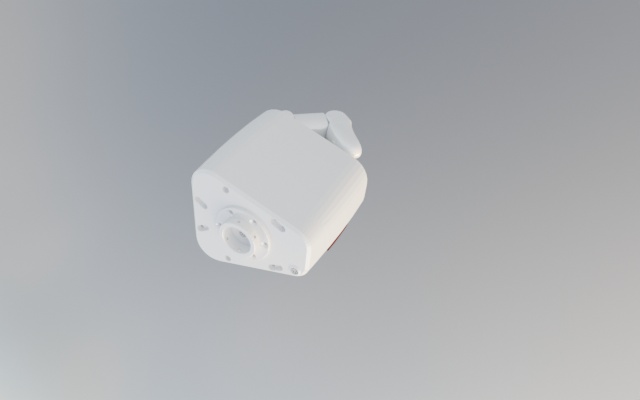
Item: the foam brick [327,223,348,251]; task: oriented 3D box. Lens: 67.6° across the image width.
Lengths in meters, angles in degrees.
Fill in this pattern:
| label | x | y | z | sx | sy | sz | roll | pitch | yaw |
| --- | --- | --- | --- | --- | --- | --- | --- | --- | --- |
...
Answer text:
| label | x | y | z | sx | sy | sz | roll | pitch | yaw |
| --- | --- | --- | --- | --- | --- | --- | --- | --- | --- |
| foam brick | 0.000 | 0.002 | 0.491 | 0.053 | 0.078 | 0.051 | 21 | 41 | 16 |
